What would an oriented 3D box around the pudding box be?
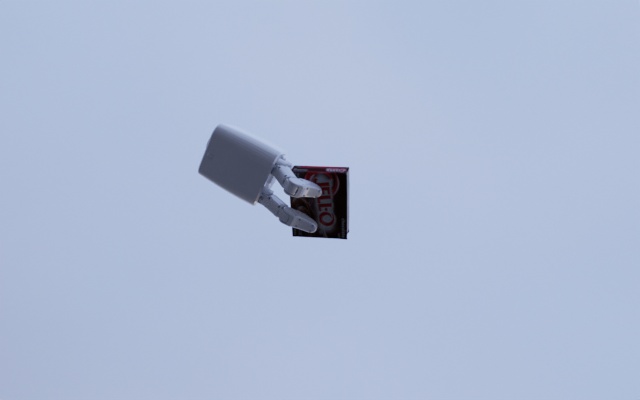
[{"bbox_3d":[0.000,0.002,0.748,0.090,0.113,0.039,3,23,12],"label":"pudding box"}]
